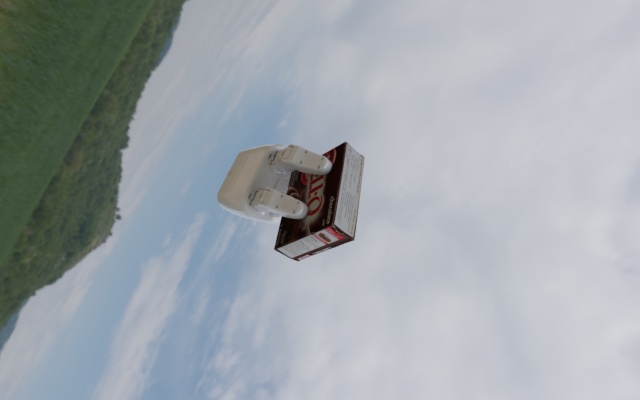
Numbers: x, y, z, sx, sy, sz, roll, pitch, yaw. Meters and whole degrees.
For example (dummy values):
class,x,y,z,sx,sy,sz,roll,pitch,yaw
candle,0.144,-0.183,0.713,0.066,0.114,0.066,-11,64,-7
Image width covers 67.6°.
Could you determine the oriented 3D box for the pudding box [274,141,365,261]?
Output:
class,x,y,z,sx,sy,sz,roll,pitch,yaw
pudding box,0.000,0.002,0.522,0.039,0.113,0.090,32,-41,-32
